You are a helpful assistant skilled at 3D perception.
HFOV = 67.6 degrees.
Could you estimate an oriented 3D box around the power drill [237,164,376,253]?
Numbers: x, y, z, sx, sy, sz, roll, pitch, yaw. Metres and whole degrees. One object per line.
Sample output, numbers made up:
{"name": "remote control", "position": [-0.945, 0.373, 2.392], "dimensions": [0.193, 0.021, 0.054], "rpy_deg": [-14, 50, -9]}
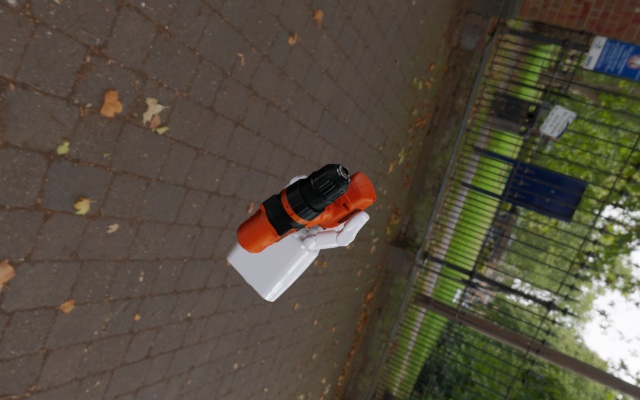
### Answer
{"name": "power drill", "position": [0.000, 0.002, 0.648], "dimensions": [0.184, 0.057, 0.187], "rpy_deg": [-32, -12, 32]}
